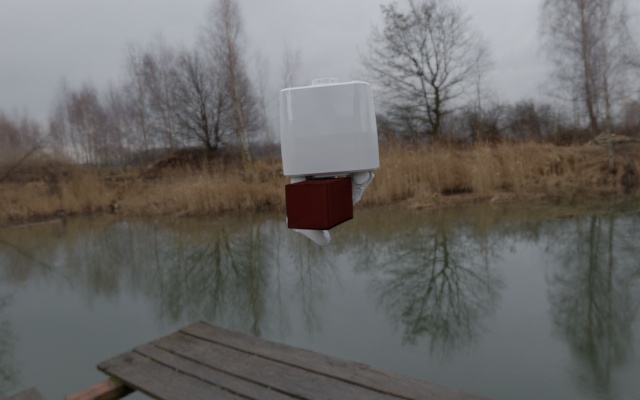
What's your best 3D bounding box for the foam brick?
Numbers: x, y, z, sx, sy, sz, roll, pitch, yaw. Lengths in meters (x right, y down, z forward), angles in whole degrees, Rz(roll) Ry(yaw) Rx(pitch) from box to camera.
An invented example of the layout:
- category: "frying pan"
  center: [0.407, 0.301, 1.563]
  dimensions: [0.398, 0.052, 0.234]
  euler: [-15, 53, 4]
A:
- category: "foam brick"
  center: [0.000, 0.002, 0.552]
  dimensions: [0.053, 0.051, 0.078]
  euler: [0, 8, 24]
